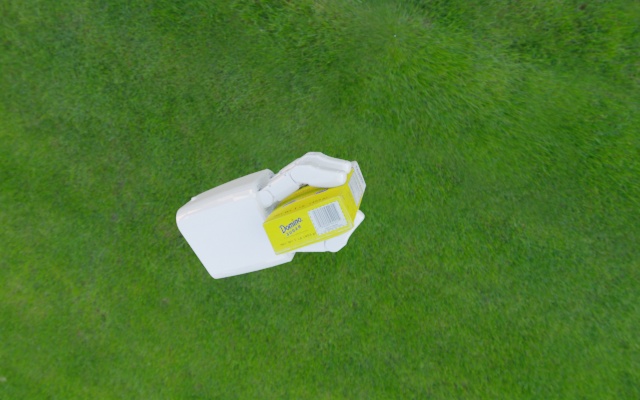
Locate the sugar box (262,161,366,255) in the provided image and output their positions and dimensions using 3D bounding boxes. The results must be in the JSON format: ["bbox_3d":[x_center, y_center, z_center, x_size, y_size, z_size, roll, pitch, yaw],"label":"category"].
[{"bbox_3d":[0.000,0.001,0.577,0.093,0.048,0.176,-19,15,14],"label":"sugar box"}]
